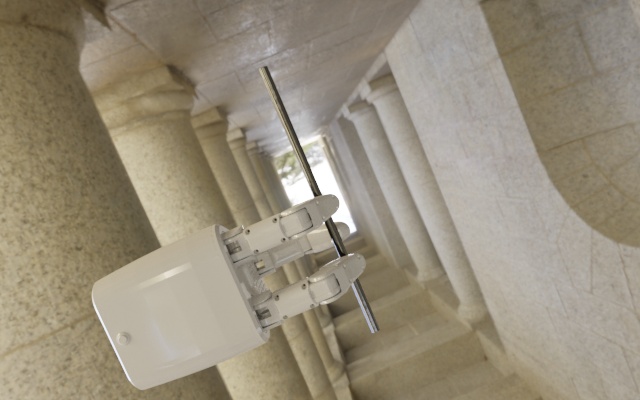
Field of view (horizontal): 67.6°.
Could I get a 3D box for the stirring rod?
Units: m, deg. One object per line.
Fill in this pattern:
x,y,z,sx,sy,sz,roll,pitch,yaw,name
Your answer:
0.000,0.001,0.401,0.011,0.239,0.011,-23,4,2,stirring rod
